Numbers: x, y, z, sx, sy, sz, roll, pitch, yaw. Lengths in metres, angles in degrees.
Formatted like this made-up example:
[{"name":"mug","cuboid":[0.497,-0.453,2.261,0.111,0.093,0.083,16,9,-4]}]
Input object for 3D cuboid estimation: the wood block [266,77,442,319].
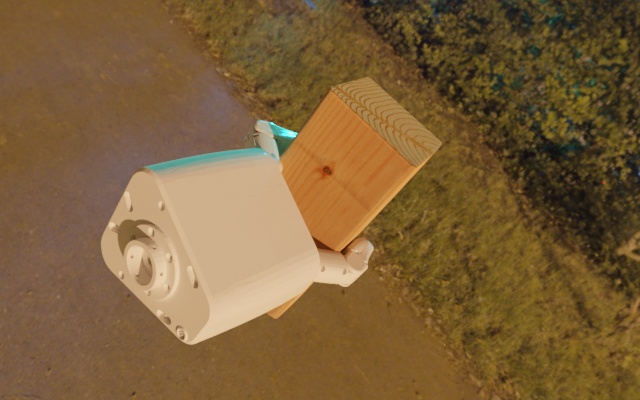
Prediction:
[{"name":"wood block","cuboid":[0.000,0.002,0.436,0.206,0.091,0.090,-50,-8,31]}]
